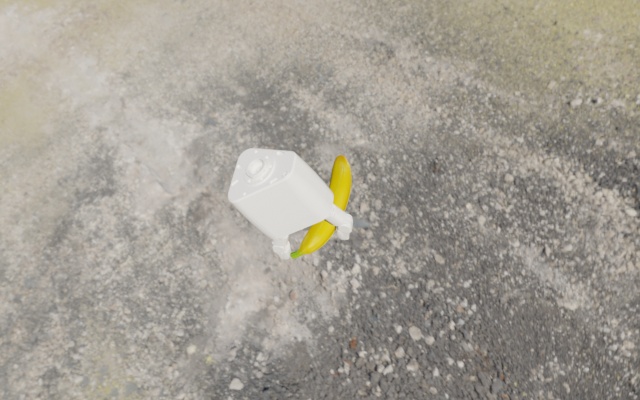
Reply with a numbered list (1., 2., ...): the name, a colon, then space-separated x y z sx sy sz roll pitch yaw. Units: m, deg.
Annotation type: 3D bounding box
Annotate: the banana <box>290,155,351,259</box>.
1. banana: 0.012 0.008 0.780 0.069 0.197 0.037 12 -22 42
